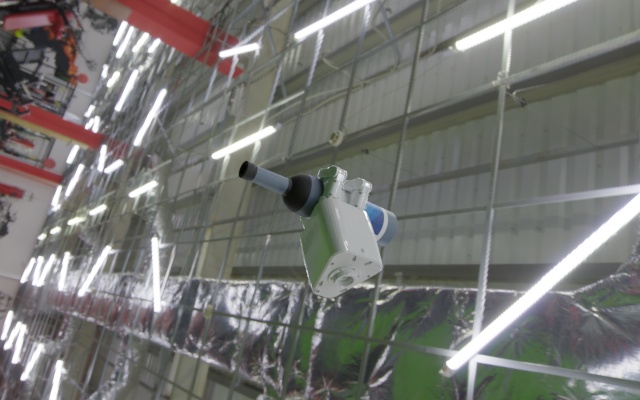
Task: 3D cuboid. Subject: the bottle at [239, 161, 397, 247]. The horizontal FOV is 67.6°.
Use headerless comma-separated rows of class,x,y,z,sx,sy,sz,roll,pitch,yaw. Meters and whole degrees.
bottle,0.000,0.003,0.784,0.296,0.069,0.069,23,-13,-32
